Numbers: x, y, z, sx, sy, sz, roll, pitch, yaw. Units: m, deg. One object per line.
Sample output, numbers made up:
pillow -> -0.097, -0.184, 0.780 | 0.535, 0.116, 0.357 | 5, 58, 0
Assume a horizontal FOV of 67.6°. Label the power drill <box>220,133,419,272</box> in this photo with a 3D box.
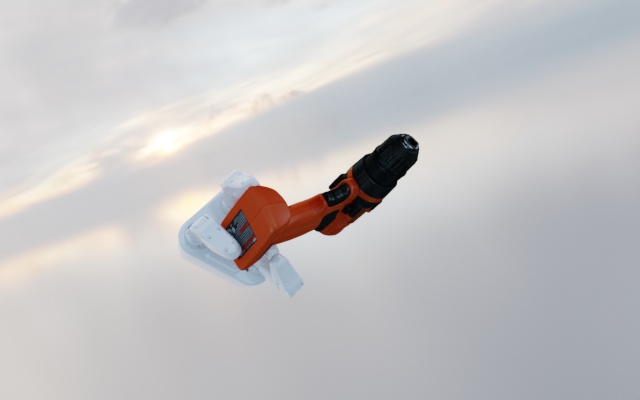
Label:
power drill -> 0.000, 0.002, 0.507 | 0.187, 0.057, 0.184 | -16, -21, -40
